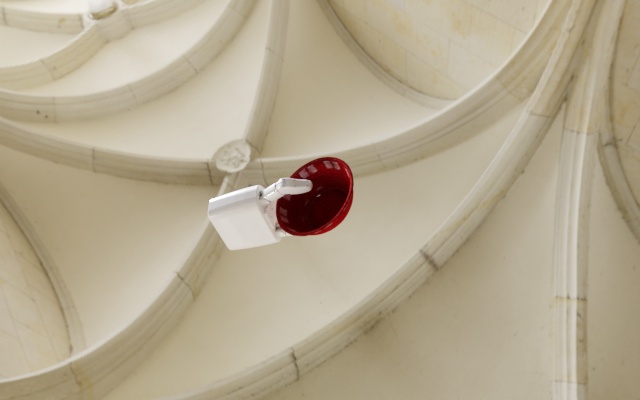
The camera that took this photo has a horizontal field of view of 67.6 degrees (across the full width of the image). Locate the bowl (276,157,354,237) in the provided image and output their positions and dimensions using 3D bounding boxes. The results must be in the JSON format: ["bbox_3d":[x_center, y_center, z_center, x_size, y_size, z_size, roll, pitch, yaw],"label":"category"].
[{"bbox_3d":[0.001,0.003,0.852,0.162,0.162,0.055,0,-30,38],"label":"bowl"}]
